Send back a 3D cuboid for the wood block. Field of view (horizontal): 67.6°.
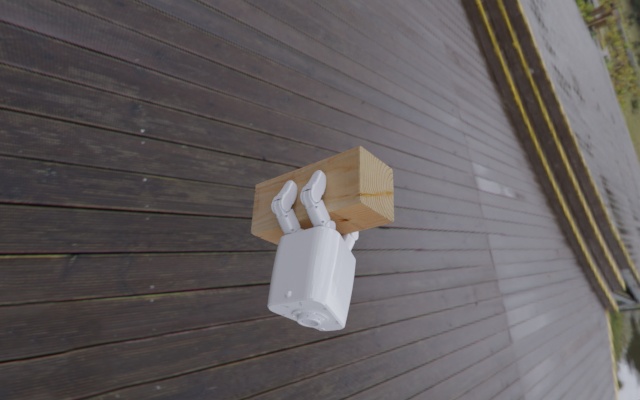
[{"bbox_3d":[0.000,0.003,0.731,0.206,0.090,0.091,-17,-31,35],"label":"wood block"}]
